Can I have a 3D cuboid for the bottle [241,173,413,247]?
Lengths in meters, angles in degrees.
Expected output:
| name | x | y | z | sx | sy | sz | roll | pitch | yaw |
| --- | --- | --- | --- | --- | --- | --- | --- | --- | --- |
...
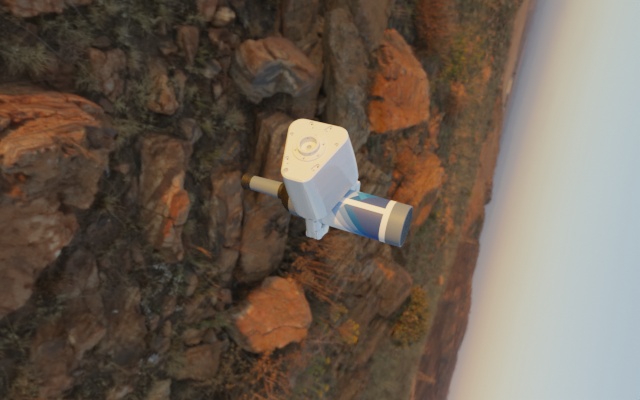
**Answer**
| name | x | y | z | sx | sy | sz | roll | pitch | yaw |
| --- | --- | --- | --- | --- | --- | --- | --- | --- | --- |
| bottle | 0.000 | 0.003 | 0.789 | 0.295 | 0.069 | 0.069 | 16 | 5 | 20 |
